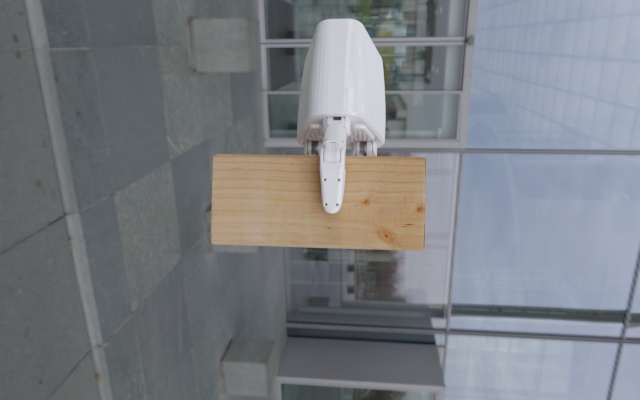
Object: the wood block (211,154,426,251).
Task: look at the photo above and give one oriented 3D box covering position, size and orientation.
[{"bbox_3d":[0.000,0.001,0.498,0.206,0.090,0.091,1,-1,6],"label":"wood block"}]
